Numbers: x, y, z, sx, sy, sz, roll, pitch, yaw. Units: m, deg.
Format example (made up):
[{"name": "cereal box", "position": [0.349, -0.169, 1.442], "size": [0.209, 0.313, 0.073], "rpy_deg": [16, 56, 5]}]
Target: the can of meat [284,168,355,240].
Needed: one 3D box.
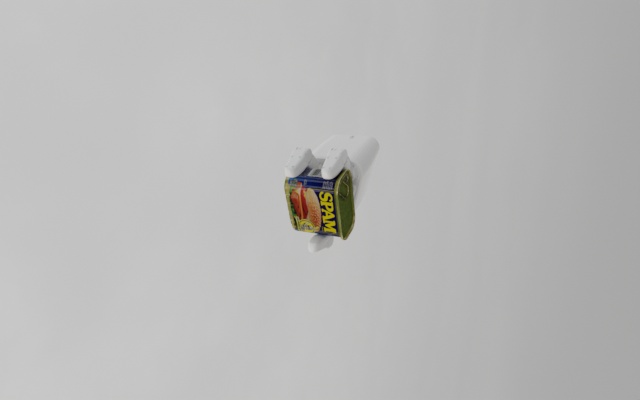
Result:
[{"name": "can of meat", "position": [0.000, 0.002, 0.696], "size": [0.084, 0.102, 0.057], "rpy_deg": [7, 35, 22]}]
